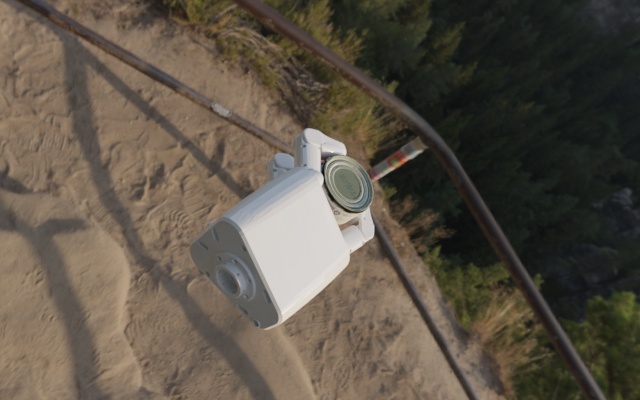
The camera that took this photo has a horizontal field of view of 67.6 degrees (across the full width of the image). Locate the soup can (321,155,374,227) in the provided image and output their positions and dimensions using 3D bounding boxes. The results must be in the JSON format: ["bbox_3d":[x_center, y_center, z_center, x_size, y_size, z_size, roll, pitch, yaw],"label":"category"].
[{"bbox_3d":[0.001,0.001,0.522,0.068,0.068,0.102,0,-24,-39],"label":"soup can"}]
